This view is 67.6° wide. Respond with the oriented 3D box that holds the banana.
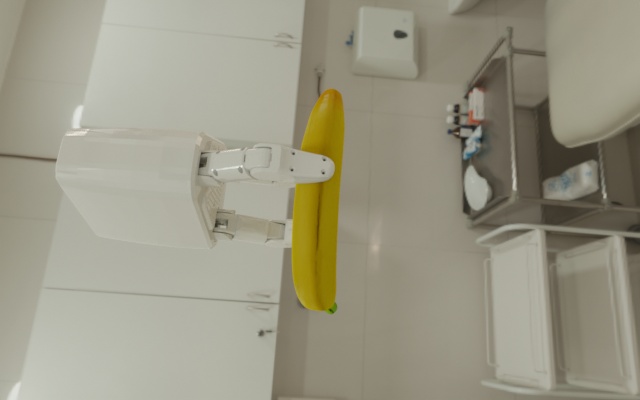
[{"bbox_3d":[-0.002,0.007,0.388,0.037,0.198,0.069,3,8,5],"label":"banana"}]
